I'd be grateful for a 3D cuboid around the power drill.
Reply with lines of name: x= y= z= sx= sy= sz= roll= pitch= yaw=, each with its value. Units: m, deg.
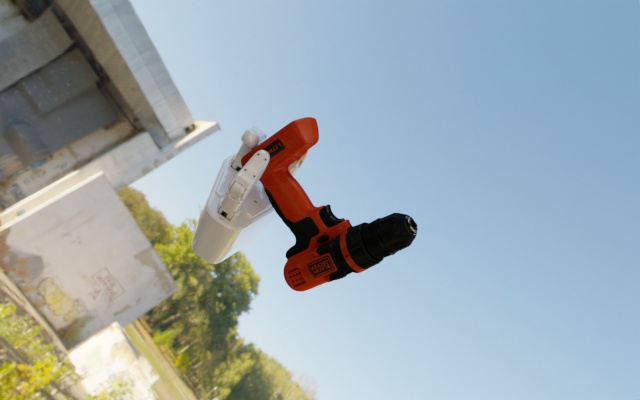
power drill: x=0.000 y=0.002 z=0.557 sx=0.184 sy=0.187 sz=0.057 roll=-28 pitch=-4 yaw=31
